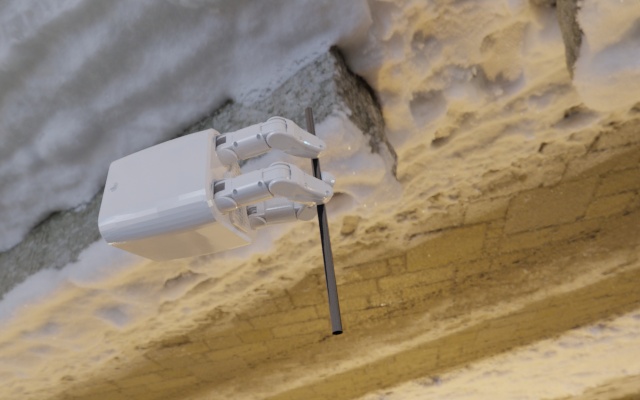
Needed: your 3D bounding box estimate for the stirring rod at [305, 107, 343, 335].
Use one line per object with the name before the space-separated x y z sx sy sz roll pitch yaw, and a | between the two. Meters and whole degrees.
stirring rod | 0.000 0.001 0.419 0.011 0.239 0.011 -5 -38 -4
